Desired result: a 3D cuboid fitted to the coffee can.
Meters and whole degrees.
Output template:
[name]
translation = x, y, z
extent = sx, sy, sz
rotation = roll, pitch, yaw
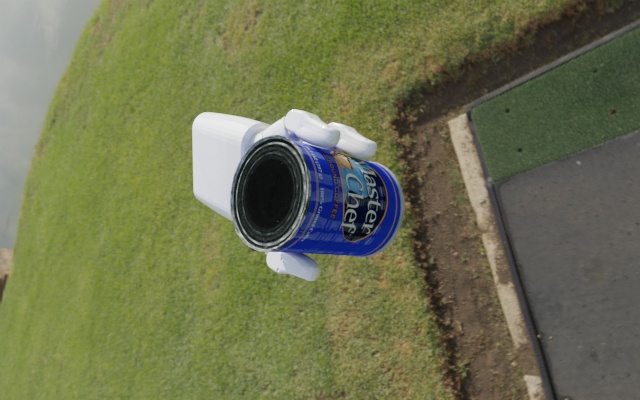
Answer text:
[coffee can]
translation = 0.000, 0.002, 0.461
extent = 0.103, 0.103, 0.140
rotation = 0, -7, 43
